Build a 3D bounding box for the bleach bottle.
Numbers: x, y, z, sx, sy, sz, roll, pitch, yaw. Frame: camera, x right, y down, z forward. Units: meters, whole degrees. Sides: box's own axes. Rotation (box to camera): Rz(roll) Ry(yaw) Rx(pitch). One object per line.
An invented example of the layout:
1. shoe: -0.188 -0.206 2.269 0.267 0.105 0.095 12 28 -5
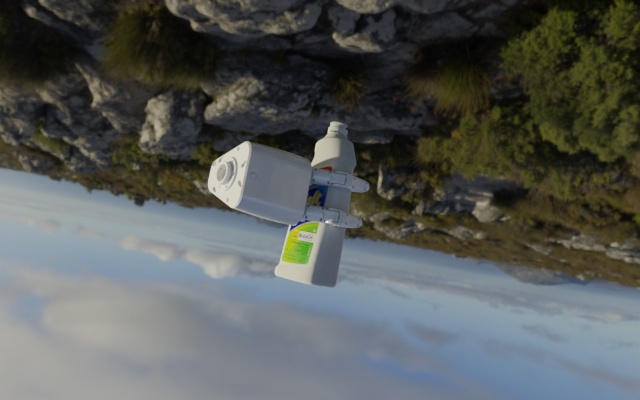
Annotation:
1. bleach bottle: 0.000 0.002 0.744 0.068 0.251 0.102 17 -9 -40
